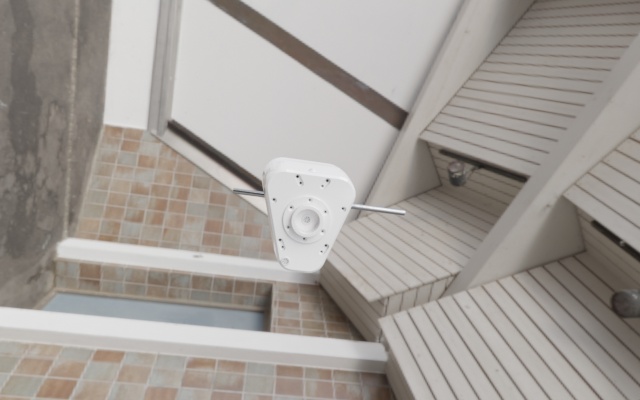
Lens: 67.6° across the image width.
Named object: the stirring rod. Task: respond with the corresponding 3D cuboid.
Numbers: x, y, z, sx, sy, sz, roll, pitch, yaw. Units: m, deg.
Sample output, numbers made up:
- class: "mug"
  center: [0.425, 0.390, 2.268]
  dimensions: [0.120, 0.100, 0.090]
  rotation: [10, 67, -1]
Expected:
- class: "stirring rod"
  center: [0.000, 0.002, 0.661]
  dimensions: [0.239, 0.011, 0.011]
  rotation: [7, -1, -7]
